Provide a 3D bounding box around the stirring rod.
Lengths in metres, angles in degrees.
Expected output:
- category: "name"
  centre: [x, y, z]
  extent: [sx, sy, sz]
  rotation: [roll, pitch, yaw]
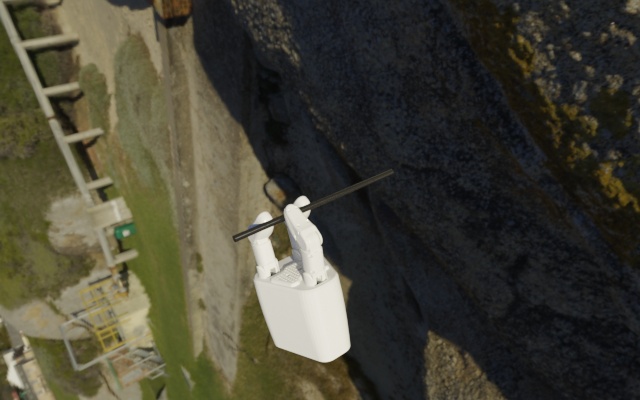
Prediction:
- category: "stirring rod"
  centre: [0.000, 0.002, 0.593]
  extent: [0.239, 0.011, 0.011]
  rotation: [-23, 12, -29]
